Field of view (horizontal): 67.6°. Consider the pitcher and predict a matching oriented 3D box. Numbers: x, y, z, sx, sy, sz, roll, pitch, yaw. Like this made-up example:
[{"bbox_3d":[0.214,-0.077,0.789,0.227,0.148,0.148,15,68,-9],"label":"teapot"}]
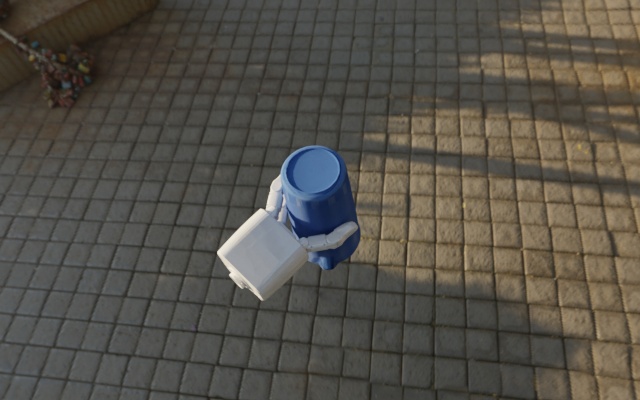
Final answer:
[{"bbox_3d":[0.000,0.003,0.864,0.149,0.145,0.243,38,-19,25],"label":"pitcher"}]
